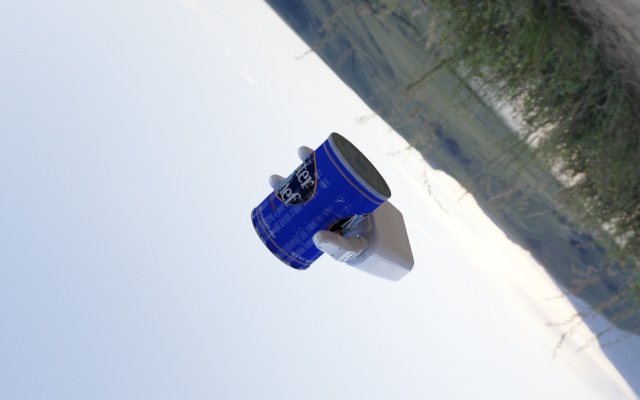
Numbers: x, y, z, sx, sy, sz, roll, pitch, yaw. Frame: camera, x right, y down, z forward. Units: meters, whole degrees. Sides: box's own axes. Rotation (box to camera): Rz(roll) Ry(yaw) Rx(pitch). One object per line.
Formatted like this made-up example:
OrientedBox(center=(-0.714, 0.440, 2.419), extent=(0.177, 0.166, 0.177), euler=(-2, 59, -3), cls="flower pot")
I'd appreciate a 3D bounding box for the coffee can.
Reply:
OrientedBox(center=(0.000, 0.002, 0.578), extent=(0.140, 0.102, 0.103), euler=(-42, -16, 18), cls="coffee can")
